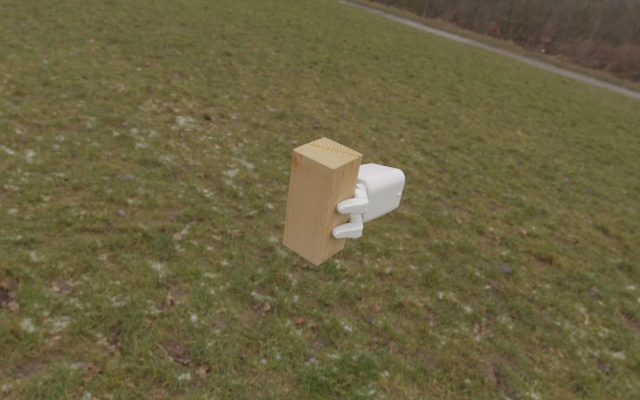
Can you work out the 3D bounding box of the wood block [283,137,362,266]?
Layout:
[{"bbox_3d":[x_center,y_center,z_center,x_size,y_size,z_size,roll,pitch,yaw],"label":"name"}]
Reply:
[{"bbox_3d":[0.000,0.002,0.879,0.091,0.206,0.090,29,37,29],"label":"wood block"}]
